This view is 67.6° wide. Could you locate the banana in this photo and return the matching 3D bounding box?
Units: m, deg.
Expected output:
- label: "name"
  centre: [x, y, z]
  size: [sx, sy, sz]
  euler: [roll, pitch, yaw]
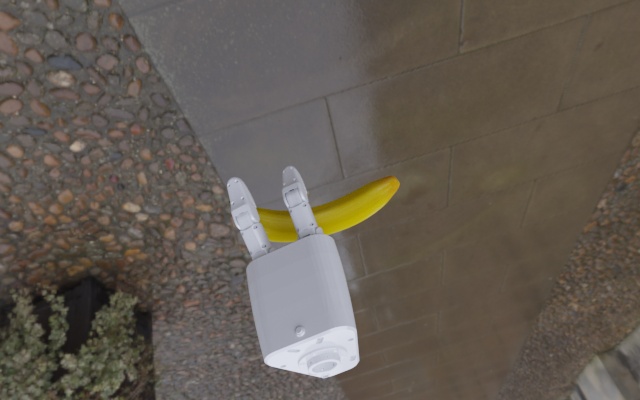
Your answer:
- label: "banana"
  centre: [-0.003, 0.015, 0.565]
  size: [0.198, 0.037, 0.070]
  euler: [-9, -42, -7]
